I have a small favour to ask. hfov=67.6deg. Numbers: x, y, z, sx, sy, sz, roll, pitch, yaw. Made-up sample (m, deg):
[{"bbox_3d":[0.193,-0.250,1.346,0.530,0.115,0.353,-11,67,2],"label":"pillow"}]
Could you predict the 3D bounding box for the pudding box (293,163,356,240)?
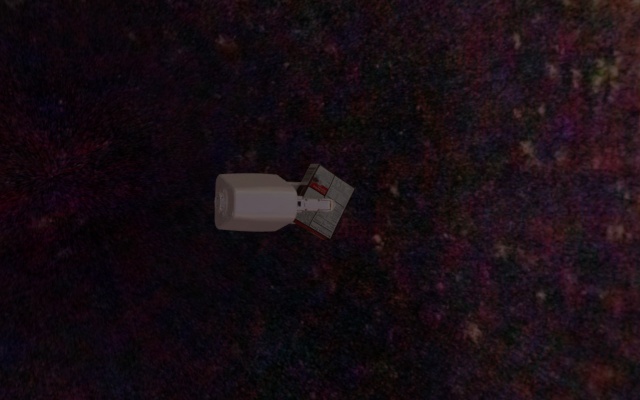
[{"bbox_3d":[0.000,0.003,0.858,0.090,0.113,0.039,33,-12,-25],"label":"pudding box"}]
